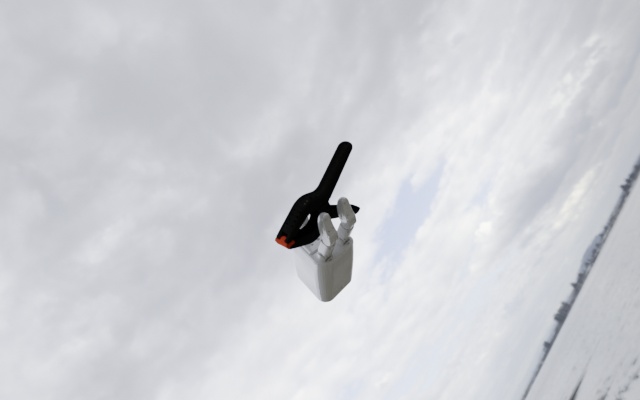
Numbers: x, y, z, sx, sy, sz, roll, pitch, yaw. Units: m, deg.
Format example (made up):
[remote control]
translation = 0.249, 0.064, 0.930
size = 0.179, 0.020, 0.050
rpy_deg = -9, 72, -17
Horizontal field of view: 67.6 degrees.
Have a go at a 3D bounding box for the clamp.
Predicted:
[clamp]
translation = -0.001, 0.003, 0.828
size = 0.036, 0.165, 0.210
rpy_deg = 22, 44, 34
